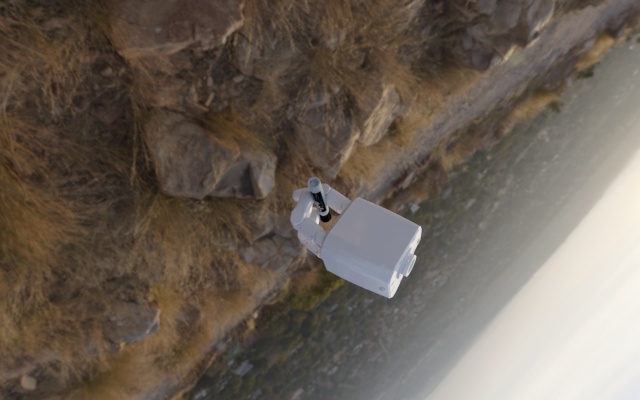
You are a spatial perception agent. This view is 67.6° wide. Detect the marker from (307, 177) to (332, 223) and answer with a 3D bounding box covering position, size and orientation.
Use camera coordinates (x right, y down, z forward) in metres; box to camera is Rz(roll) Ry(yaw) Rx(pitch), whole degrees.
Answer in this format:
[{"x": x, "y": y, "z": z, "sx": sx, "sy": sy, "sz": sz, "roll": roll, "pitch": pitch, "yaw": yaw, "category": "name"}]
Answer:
[{"x": 0.000, "y": 0.002, "z": 0.724, "sx": 0.020, "sy": 0.020, "sz": 0.121, "roll": 0, "pitch": -28, "yaw": 10, "category": "marker"}]
